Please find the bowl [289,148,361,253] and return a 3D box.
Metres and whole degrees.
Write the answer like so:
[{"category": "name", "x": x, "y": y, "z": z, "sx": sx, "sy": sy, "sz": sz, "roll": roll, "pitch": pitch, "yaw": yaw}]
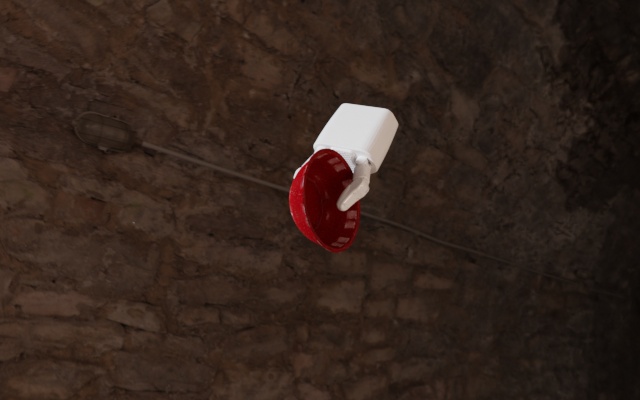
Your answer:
[{"category": "bowl", "x": -0.001, "y": 0.003, "z": 0.746, "sx": 0.055, "sy": 0.162, "sz": 0.162, "roll": -8, "pitch": -5, "yaw": 33}]
